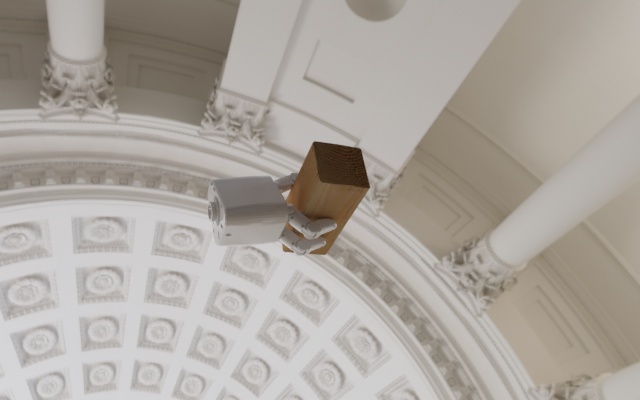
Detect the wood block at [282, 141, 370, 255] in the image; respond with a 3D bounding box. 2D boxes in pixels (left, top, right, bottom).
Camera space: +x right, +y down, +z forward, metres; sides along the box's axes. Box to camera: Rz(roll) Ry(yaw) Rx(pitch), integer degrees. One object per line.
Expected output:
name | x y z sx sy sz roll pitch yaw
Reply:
wood block | 0.000 0.003 0.843 0.090 0.090 0.206 6 -39 -20
